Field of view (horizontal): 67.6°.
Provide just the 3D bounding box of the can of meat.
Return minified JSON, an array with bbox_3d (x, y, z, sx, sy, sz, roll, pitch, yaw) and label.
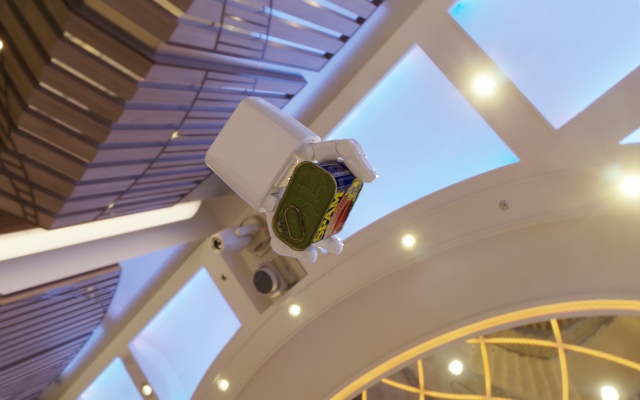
[{"bbox_3d":[0.000,0.002,0.563,0.057,0.102,0.084,34,23,21],"label":"can of meat"}]
